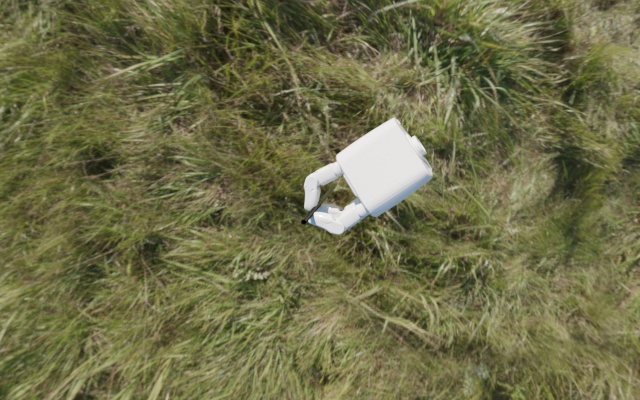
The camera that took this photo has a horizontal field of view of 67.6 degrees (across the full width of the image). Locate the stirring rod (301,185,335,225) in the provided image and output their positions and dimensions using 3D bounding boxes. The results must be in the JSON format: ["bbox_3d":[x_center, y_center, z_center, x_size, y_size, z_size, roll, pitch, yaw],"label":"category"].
[{"bbox_3d":[0.000,0.003,0.803,0.011,0.011,0.239,0,14,12],"label":"stirring rod"}]
